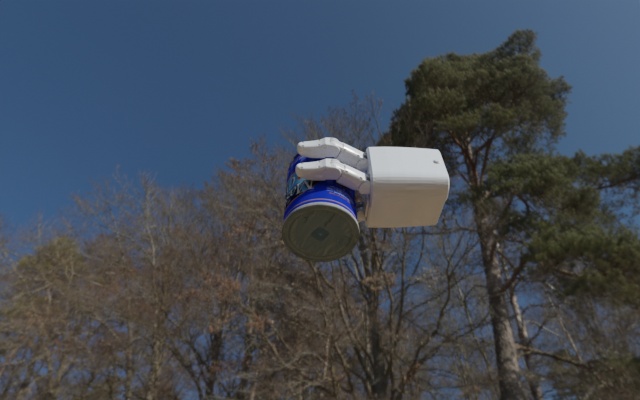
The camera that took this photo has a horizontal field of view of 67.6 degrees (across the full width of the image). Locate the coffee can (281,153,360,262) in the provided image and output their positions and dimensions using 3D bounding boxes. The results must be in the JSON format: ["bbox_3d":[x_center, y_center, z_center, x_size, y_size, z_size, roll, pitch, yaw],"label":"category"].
[{"bbox_3d":[0.000,0.003,0.681,0.103,0.103,0.140,0,39,0],"label":"coffee can"}]
